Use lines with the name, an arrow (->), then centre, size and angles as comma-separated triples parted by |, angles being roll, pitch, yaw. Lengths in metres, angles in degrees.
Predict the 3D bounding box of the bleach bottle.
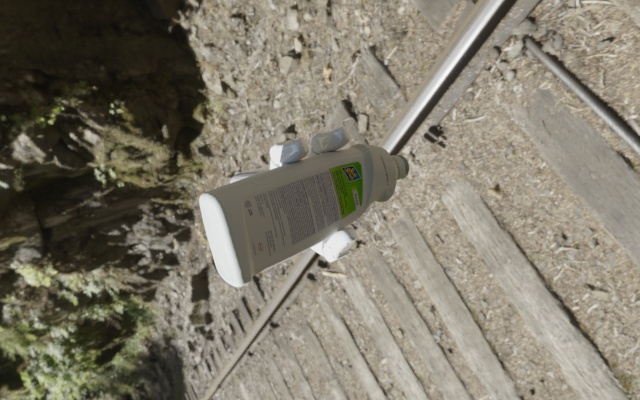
bleach bottle -> 0.000, 0.002, 0.533 | 0.251, 0.102, 0.068 | -20, 16, -30
